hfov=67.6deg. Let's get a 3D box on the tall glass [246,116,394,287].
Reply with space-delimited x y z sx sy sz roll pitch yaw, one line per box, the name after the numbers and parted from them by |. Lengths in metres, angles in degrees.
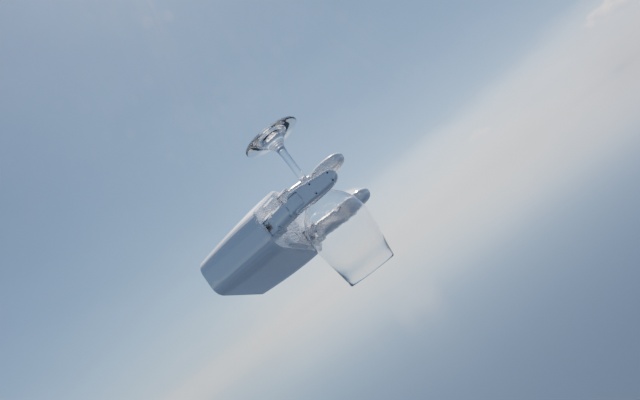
0.000 0.001 0.558 0.079 0.201 0.079 -36 -9 -7 | tall glass
